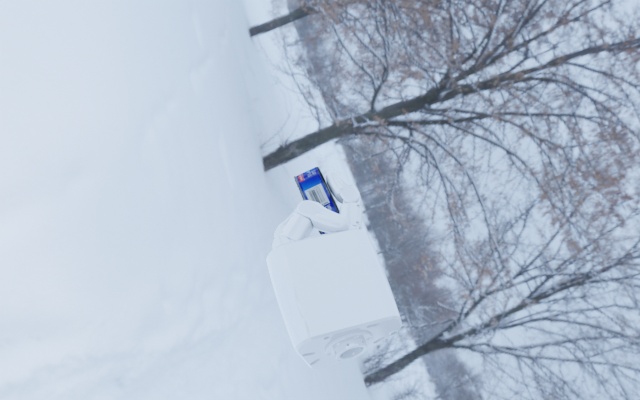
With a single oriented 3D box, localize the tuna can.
[{"bbox_3d":[0.001,0.002,0.594,0.034,0.086,0.086,-25,-1,1],"label":"tuna can"}]
